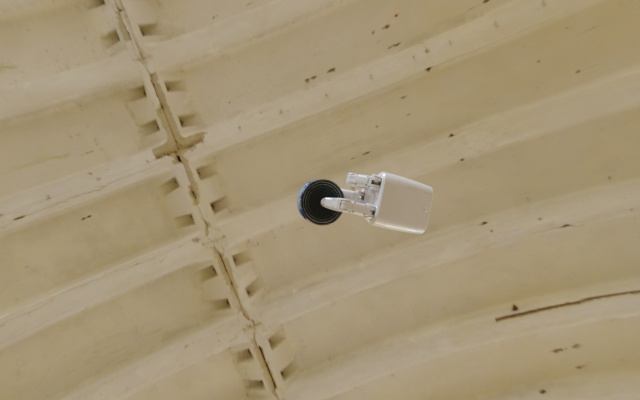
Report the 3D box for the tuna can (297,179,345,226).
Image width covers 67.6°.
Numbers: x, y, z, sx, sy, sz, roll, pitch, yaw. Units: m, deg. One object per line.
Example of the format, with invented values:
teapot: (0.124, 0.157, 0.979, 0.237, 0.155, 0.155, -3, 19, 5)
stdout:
tuna can: (0.000, 0.003, 0.895, 0.086, 0.086, 0.034, 0, 2, -18)
